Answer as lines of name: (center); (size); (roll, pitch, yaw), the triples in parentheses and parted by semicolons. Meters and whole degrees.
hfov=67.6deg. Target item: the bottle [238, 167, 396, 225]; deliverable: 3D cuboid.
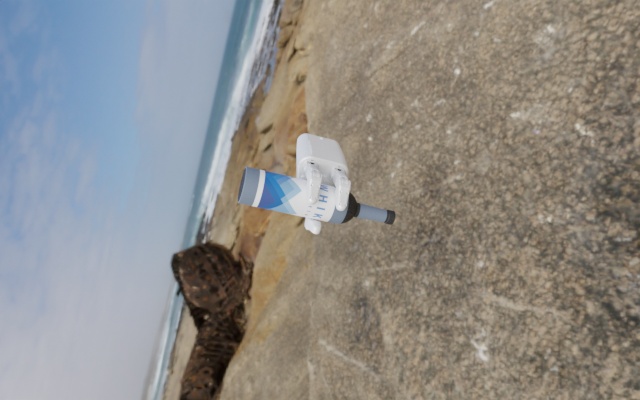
bottle: (0.000, 0.003, 0.880); (0.296, 0.069, 0.069); (12, -3, -15)
